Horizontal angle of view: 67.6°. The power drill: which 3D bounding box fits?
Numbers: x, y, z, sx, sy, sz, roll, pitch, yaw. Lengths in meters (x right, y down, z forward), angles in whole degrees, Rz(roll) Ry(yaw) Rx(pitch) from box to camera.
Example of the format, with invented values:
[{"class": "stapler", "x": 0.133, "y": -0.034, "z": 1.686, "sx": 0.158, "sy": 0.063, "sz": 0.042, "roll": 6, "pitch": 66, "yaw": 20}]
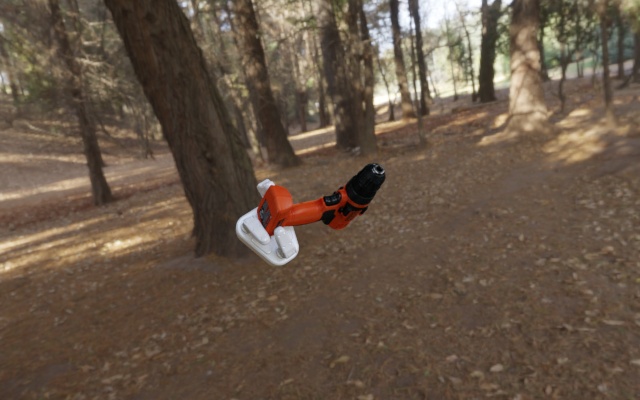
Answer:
[{"class": "power drill", "x": 0.000, "y": 0.003, "z": 0.792, "sx": 0.187, "sy": 0.057, "sz": 0.184, "roll": -6, "pitch": -28, "yaw": -27}]
